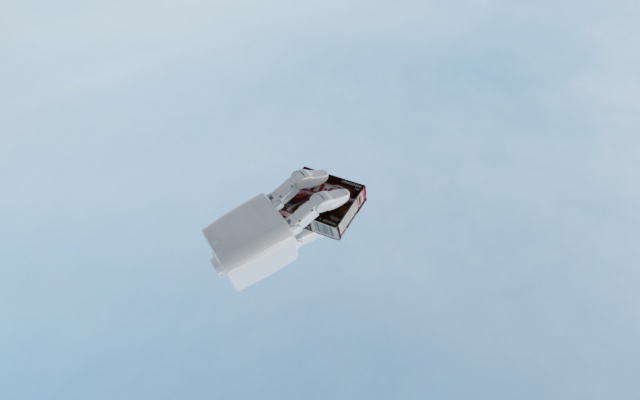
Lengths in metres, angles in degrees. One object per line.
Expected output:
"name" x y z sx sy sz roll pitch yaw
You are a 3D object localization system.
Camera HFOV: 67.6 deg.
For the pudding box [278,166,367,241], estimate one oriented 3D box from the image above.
"pudding box" 0.000 0.003 0.719 0.113 0.090 0.039 20 -34 24
